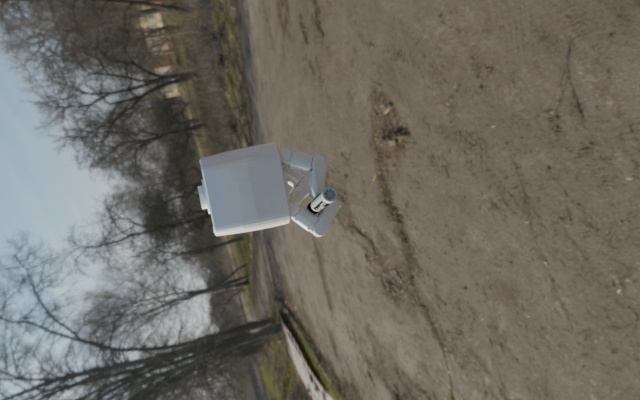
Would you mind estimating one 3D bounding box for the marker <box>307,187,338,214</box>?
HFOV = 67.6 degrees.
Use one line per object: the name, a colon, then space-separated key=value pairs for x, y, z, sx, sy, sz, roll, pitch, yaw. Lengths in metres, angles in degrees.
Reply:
marker: x=0.000 y=0.002 z=0.629 sx=0.020 sy=0.020 sz=0.121 roll=0 pitch=-9 yaw=-11
